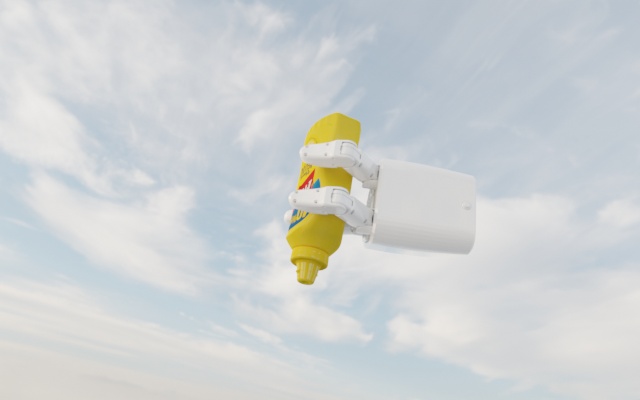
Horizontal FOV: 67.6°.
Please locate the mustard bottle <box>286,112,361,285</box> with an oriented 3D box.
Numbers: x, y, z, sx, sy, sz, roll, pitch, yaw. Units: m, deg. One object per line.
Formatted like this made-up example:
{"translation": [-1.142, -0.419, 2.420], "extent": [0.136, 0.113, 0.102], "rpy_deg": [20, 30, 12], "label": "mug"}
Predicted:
{"translation": [0.000, 0.001, 0.540], "extent": [0.058, 0.191, 0.096], "rpy_deg": [20, -28, -20], "label": "mustard bottle"}
